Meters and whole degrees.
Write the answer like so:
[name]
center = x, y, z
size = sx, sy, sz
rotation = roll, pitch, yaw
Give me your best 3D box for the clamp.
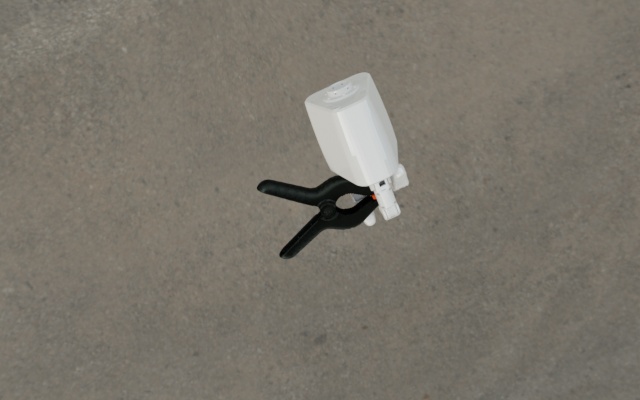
[clamp]
center = 0.000, 0.002, 0.652
size = 0.171, 0.120, 0.039
rotation = -24, 29, 2
